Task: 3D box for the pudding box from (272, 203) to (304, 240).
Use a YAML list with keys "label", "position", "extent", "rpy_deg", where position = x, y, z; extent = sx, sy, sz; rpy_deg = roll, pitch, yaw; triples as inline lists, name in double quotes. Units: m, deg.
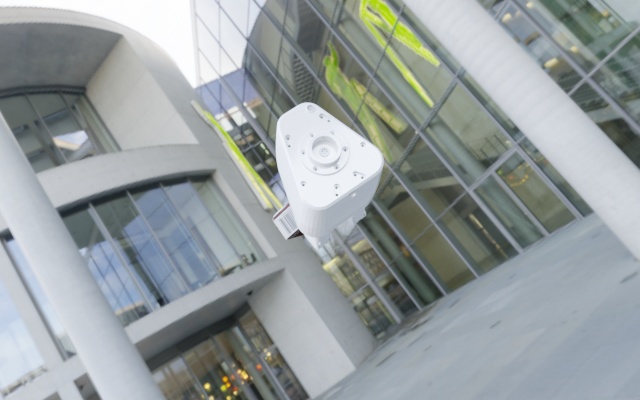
- label: "pudding box"
  position: [0.000, 0.002, 0.641]
  extent: [0.113, 0.039, 0.090]
  rpy_deg: [-39, -11, 16]
